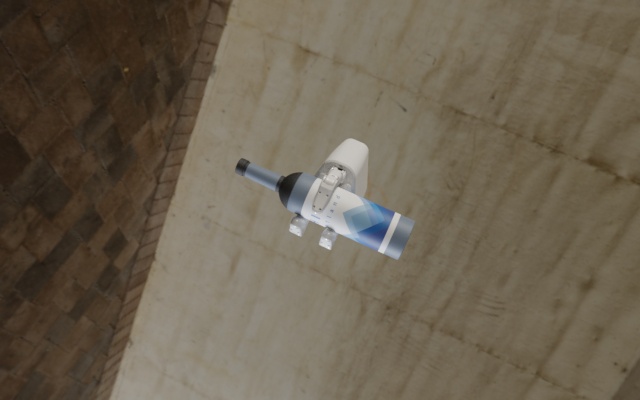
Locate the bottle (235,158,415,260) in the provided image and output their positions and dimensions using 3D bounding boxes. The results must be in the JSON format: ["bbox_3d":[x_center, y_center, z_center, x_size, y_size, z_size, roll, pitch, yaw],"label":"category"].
[{"bbox_3d":[0.000,0.003,0.760,0.295,0.069,0.069,24,3,7],"label":"bottle"}]
